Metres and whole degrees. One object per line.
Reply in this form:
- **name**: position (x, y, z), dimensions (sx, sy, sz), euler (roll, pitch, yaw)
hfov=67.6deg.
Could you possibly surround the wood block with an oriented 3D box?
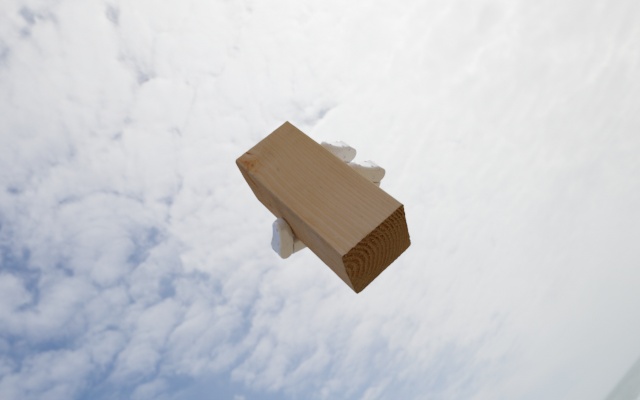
- **wood block**: position (0.000, 0.002, 0.578), dimensions (0.206, 0.091, 0.090), euler (39, -17, 36)
